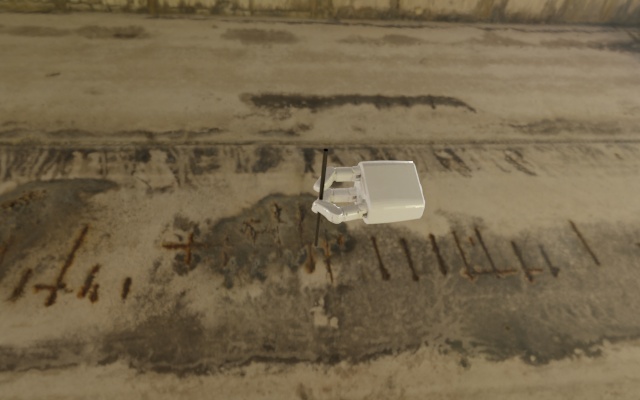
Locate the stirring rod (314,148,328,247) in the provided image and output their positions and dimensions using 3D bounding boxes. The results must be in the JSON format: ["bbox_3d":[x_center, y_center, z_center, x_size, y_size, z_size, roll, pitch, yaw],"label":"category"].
[{"bbox_3d":[0.000,0.003,0.870,0.011,0.240,0.011,3,44,-3],"label":"stirring rod"}]
